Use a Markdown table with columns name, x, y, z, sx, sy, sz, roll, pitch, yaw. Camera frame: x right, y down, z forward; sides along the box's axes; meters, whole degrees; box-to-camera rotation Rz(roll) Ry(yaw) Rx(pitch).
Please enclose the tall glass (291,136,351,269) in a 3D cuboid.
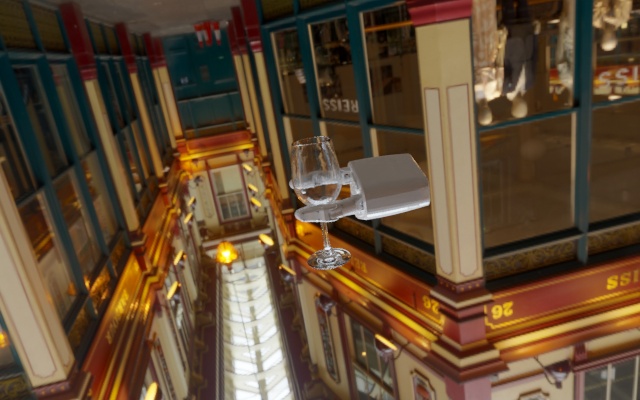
| name | x | y | z | sx | sy | sz | roll | pitch | yaw |
| --- | --- | --- | --- | --- | --- | --- | --- | --- | --- |
| tall glass | 0.000 | 0.003 | 0.758 | 0.079 | 0.201 | 0.079 | -8 | 18 | 3 |
